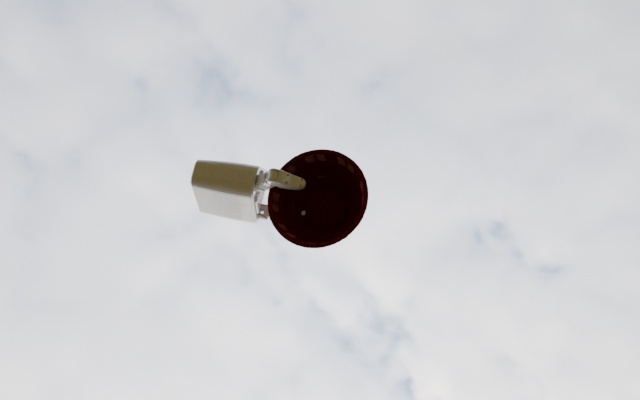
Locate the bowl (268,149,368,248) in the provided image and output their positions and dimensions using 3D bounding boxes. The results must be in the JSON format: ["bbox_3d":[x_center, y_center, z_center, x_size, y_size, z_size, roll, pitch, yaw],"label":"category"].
[{"bbox_3d":[0.001,0.003,0.760,0.162,0.162,0.055,0,-18,15],"label":"bowl"}]
